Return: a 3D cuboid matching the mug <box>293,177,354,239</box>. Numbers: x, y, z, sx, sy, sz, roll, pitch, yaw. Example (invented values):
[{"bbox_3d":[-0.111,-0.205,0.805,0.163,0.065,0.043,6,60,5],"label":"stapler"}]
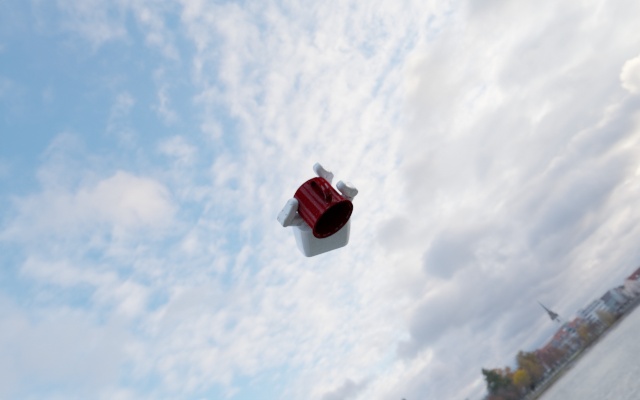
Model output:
[{"bbox_3d":[0.000,0.002,0.877,0.093,0.081,0.117,-31,-33,-18],"label":"mug"}]
